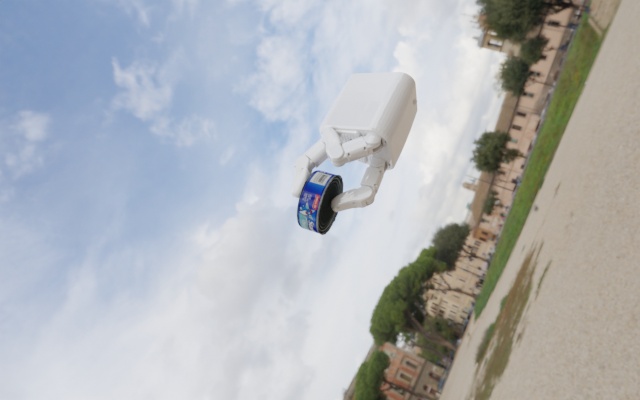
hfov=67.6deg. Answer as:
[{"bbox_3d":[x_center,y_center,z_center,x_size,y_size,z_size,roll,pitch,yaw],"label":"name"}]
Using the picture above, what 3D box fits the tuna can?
[{"bbox_3d":[0.000,0.002,0.660,0.034,0.086,0.086,17,5,19],"label":"tuna can"}]
